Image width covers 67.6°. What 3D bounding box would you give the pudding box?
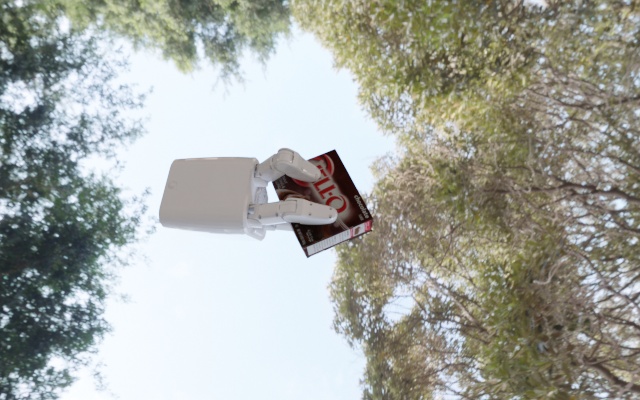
[{"bbox_3d":[0.000,0.002,0.576,0.090,0.113,0.039,-23,-27,-7],"label":"pudding box"}]
